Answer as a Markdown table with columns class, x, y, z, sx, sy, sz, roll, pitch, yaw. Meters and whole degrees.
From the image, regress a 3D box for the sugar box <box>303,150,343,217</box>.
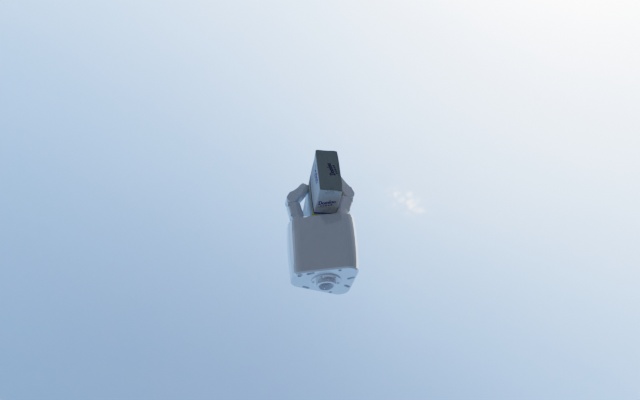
| class | x | y | z | sx | sy | sz | roll | pitch | yaw |
| --- | --- | --- | --- | --- | --- | --- | --- | --- | --- |
| sugar box | 0.001 | 0.003 | 0.859 | 0.048 | 0.093 | 0.176 | 4 | -39 | -12 |
